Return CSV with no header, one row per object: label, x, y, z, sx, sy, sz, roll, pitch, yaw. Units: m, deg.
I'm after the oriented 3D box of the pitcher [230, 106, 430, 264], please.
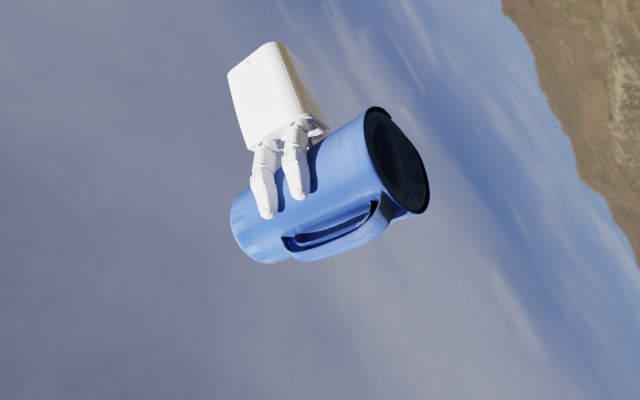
pitcher,0.000,0.002,0.591,0.243,0.145,0.149,-26,-12,33
